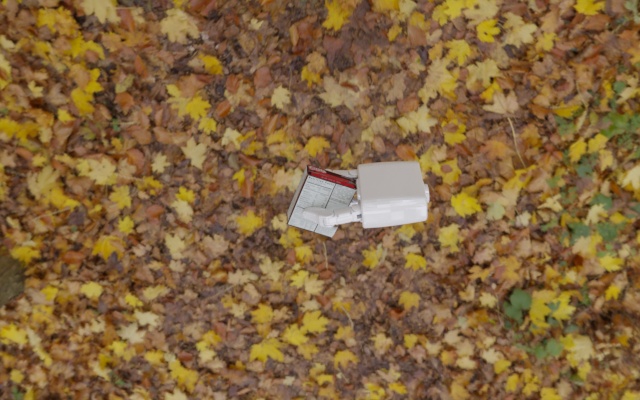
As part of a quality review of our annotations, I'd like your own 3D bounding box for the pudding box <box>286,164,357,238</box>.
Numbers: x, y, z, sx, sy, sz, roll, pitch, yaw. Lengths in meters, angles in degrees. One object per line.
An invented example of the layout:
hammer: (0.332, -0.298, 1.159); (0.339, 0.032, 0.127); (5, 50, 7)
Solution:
pudding box: (0.000, 0.003, 0.818); (0.090, 0.113, 0.039); (18, 30, -12)
